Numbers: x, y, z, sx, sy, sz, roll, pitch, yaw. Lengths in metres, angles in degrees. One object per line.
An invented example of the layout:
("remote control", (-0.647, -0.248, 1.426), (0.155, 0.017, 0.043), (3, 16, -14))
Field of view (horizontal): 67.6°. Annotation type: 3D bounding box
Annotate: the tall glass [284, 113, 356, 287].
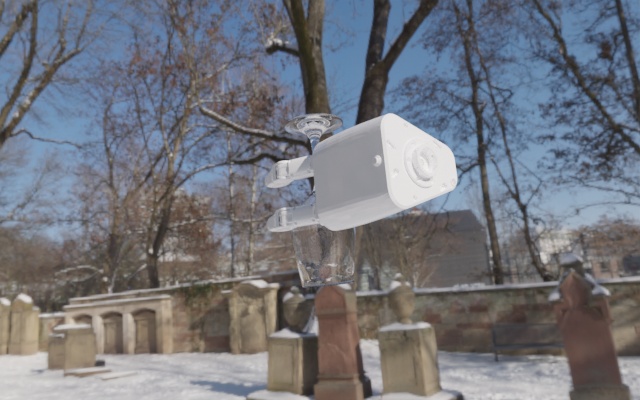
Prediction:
("tall glass", (0.000, 0.001, 0.580), (0.079, 0.201, 0.079), (-5, -11, -1))
